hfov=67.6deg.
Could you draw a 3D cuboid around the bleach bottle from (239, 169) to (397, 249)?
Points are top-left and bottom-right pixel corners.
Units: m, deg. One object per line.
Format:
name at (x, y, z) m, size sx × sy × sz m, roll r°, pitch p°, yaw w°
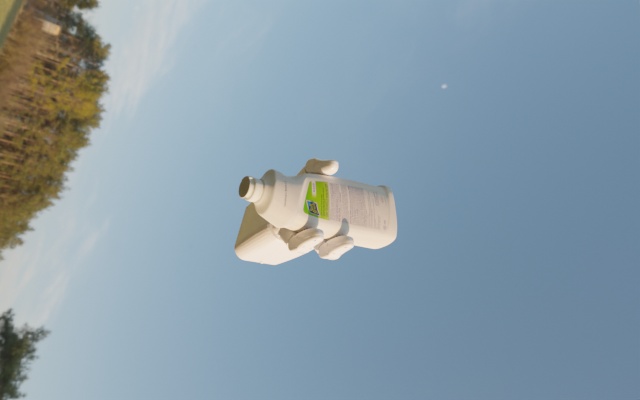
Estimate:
bleach bottle at (0.000, 0.002, 0.681) m, size 0.251 × 0.102 × 0.068 m, roll 16°, pitch -31°, yaw -36°
